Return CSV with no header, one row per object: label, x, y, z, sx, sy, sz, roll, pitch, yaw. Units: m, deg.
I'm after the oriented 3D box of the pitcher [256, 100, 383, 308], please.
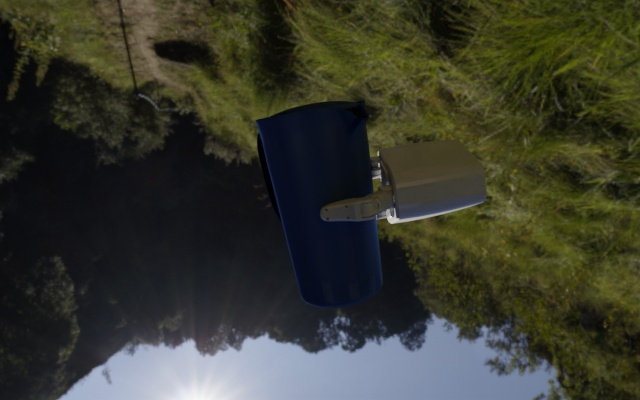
pitcher,0.000,0.002,0.601,0.145,0.243,0.149,-10,10,0
